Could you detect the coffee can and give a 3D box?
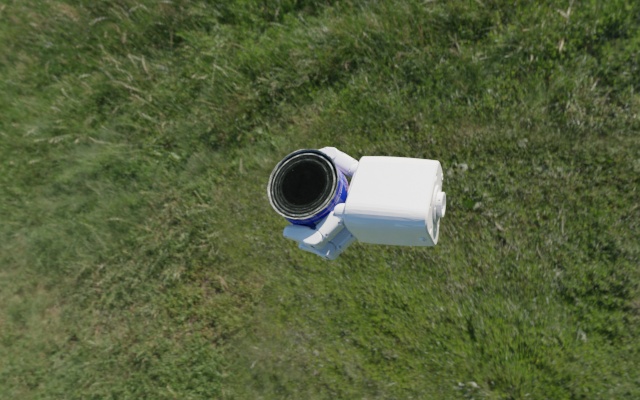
[{"bbox_3d":[0.000,0.002,0.689,0.103,0.102,0.140,0,-21,22],"label":"coffee can"}]
